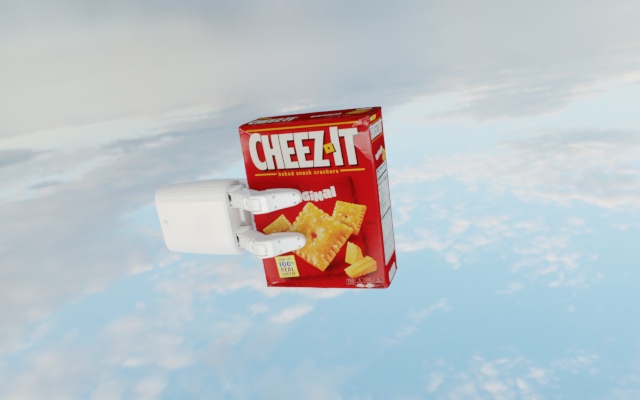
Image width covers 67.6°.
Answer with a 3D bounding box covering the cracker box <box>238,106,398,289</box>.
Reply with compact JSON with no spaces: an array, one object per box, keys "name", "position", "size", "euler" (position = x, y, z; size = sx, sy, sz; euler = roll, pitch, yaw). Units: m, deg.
[{"name":"cracker box","position":[0.000,0.002,0.590],"size":[0.164,0.214,0.072],"euler":[-2,18,20]}]
